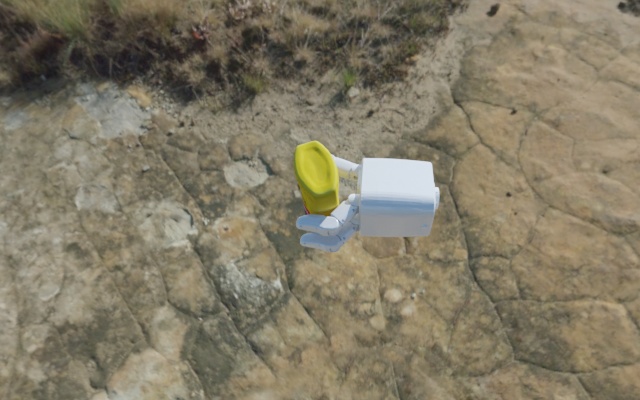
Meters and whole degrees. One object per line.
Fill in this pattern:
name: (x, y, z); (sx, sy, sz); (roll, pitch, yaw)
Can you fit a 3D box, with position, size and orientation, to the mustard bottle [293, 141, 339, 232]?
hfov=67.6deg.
mustard bottle: (0.000, 0.002, 0.731); (0.058, 0.096, 0.192); (-19, -31, -6)
